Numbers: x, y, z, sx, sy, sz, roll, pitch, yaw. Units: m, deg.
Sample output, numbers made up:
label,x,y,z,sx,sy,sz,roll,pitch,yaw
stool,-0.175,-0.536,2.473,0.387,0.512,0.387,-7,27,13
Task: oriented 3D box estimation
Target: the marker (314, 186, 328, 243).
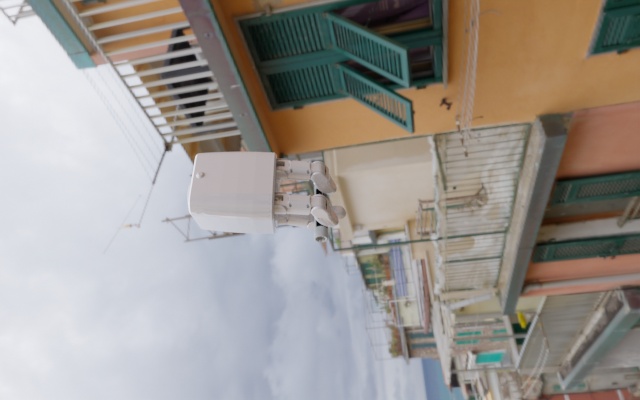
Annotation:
label,x,y,z,sx,sy,sz,roll,pitch,yaw
marker,0.000,0.002,0.670,0.020,0.121,0.020,-1,-35,0
